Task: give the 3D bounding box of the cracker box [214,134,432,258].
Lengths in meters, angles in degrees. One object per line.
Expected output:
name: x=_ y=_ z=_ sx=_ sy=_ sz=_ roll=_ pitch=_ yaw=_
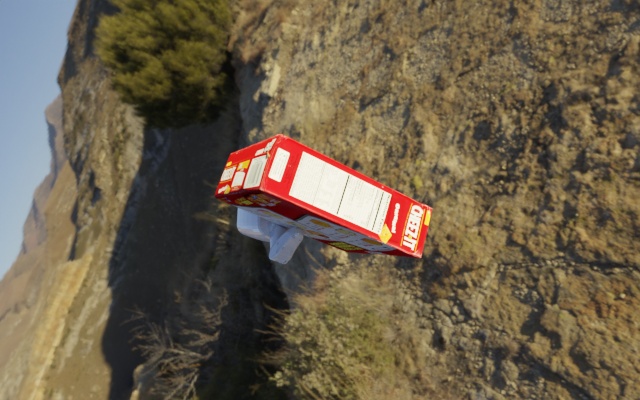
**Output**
cracker box: x=0.000 y=0.002 z=0.581 sx=0.214 sy=0.072 sz=0.164 roll=24 pitch=-13 yaw=-25
